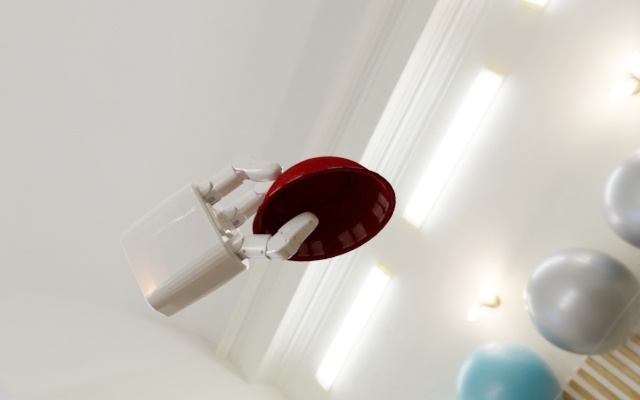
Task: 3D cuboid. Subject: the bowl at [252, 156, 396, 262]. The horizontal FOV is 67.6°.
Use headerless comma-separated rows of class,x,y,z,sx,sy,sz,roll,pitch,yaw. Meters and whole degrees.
bowl,0.001,0.001,0.538,0.162,0.055,0.162,-10,-39,-8
